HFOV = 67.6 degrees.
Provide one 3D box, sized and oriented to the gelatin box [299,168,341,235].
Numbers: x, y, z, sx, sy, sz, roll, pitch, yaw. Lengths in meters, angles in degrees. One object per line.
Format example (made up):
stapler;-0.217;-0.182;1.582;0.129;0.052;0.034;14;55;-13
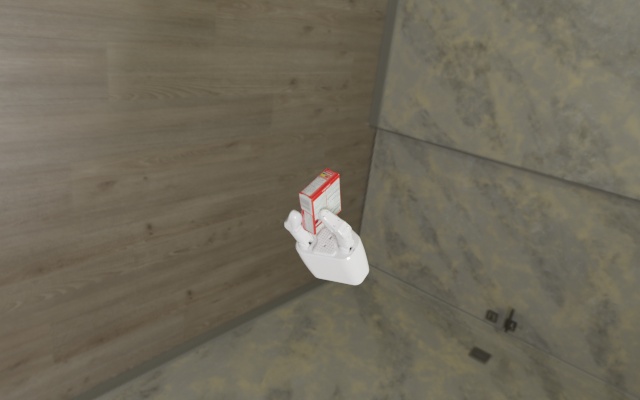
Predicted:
gelatin box;0.000;0.003;0.789;0.030;0.089;0.073;28;53;28
